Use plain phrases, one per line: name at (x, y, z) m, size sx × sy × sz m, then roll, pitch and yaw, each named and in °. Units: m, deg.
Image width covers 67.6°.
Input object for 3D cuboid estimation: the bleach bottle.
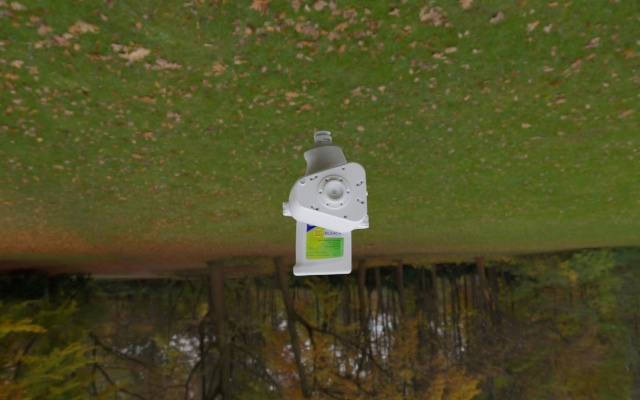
bleach bottle at (0.000, 0.003, 0.838) m, size 0.102 × 0.250 × 0.068 m, roll -1°, pitch -9°, yaw -6°
